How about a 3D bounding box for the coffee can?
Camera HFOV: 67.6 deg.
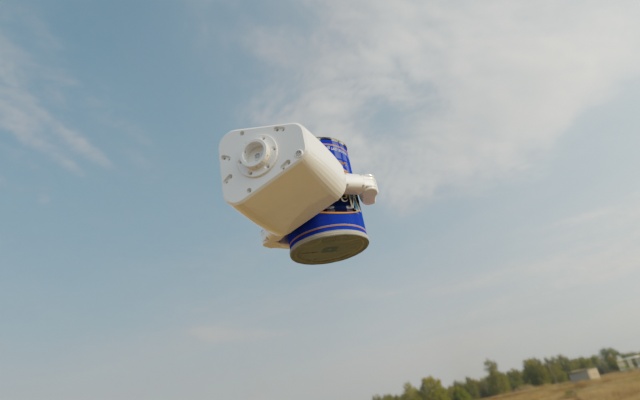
[{"bbox_3d":[0.000,0.002,0.634,0.103,0.140,0.103,-9,-25,-4],"label":"coffee can"}]
